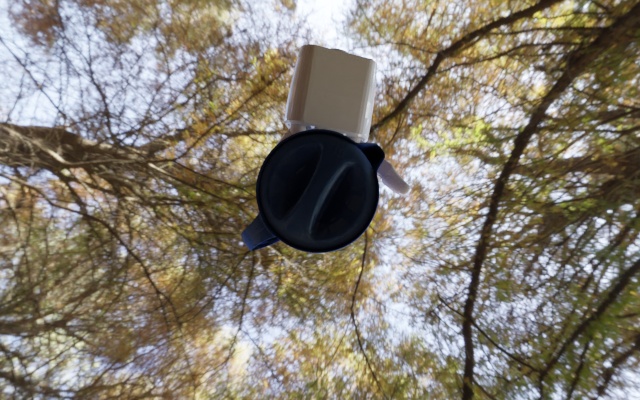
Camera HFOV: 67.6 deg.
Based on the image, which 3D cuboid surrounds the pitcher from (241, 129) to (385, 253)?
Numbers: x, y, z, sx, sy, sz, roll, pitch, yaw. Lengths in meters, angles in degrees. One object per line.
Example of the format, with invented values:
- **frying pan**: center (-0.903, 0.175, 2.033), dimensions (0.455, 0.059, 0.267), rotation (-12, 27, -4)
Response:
- **pitcher**: center (0.000, 0.002, 0.621), dimensions (0.149, 0.145, 0.243), rotation (9, -3, 7)
